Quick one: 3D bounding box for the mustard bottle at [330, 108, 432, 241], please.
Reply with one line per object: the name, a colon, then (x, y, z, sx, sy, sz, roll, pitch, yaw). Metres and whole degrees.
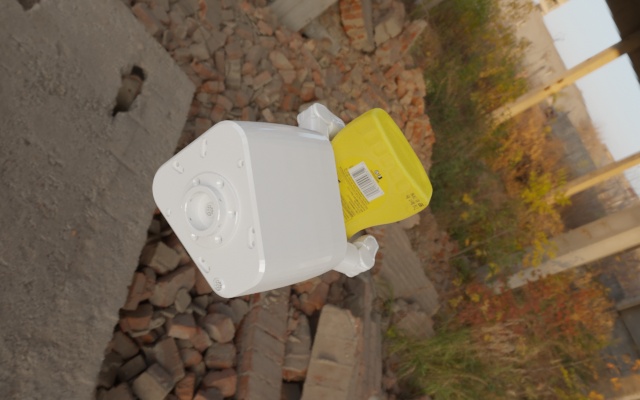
mustard bottle: (0.000, 0.001, 0.451, 0.192, 0.096, 0.058, -30, 10, 28)
